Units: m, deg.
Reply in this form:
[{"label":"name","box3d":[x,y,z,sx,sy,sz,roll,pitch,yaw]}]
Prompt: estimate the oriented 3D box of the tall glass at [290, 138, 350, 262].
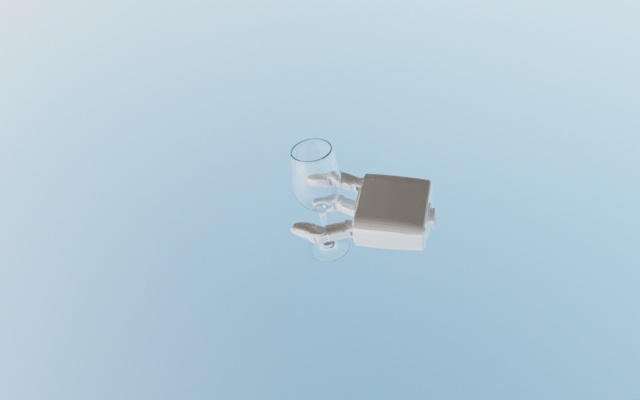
[{"label":"tall glass","box3d":[0.000,0.003,0.758,0.079,0.201,0.079,-6,39,5]}]
